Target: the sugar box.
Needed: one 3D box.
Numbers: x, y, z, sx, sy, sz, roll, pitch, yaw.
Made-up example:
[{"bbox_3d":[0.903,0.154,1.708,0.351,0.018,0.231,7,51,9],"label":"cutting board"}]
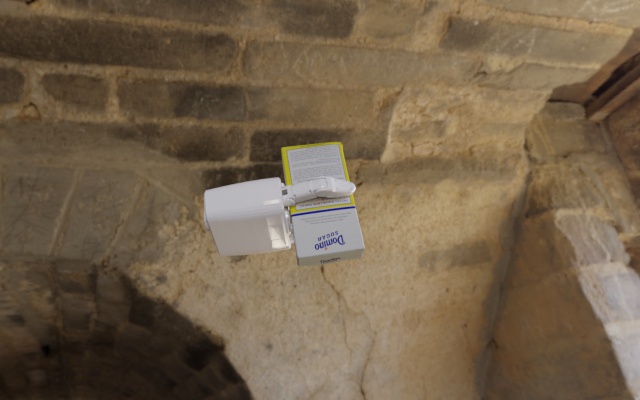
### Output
[{"bbox_3d":[0.000,0.002,0.683,0.093,0.176,0.048,-7,-25,-5],"label":"sugar box"}]
